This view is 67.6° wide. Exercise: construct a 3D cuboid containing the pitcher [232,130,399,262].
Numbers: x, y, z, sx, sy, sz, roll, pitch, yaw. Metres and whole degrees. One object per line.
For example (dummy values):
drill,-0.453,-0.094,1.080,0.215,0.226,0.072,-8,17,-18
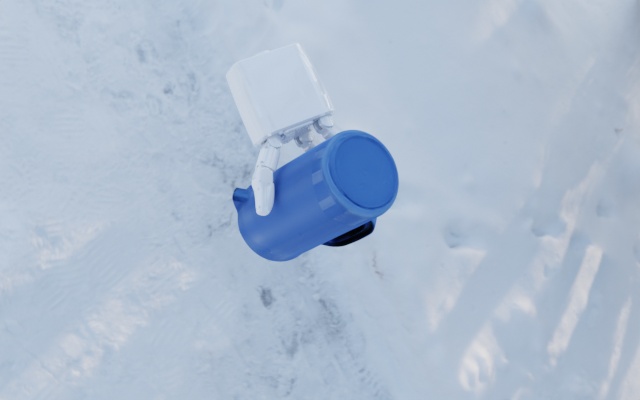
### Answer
pitcher,0.000,0.002,0.646,0.149,0.145,0.243,-21,-3,-34
